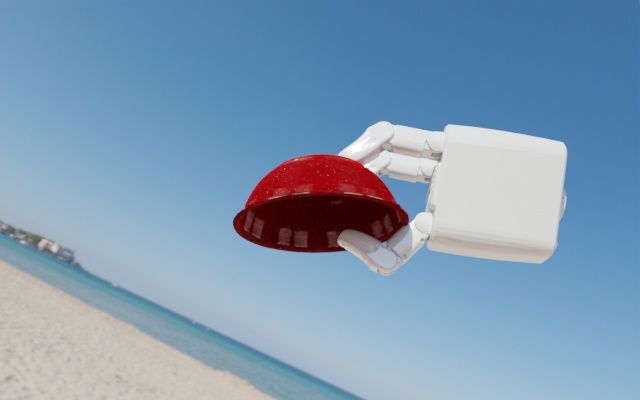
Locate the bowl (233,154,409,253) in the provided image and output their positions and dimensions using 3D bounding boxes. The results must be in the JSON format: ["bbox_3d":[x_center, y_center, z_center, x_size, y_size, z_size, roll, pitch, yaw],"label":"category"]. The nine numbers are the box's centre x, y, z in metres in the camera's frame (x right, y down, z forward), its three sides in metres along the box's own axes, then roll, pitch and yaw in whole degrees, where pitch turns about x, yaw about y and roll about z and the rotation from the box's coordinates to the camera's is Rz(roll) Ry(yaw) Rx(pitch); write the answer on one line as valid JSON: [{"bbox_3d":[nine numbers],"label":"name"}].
[{"bbox_3d":[-0.001,0.001,0.451,0.162,0.055,0.162,-2,-23,-1],"label":"bowl"}]
